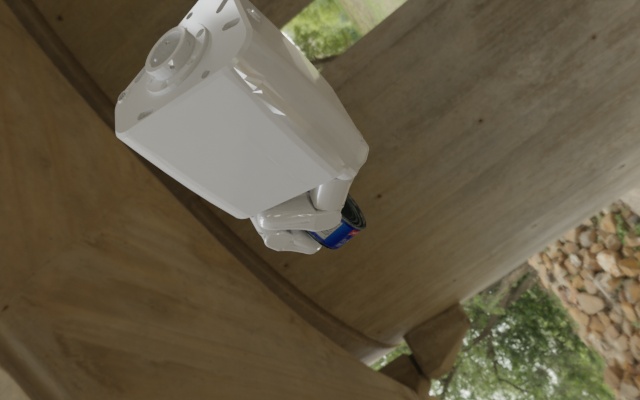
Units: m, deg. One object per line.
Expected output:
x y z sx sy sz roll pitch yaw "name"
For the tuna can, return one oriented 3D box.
0.000 0.002 0.424 0.034 0.086 0.086 -41 -12 14 "tuna can"
